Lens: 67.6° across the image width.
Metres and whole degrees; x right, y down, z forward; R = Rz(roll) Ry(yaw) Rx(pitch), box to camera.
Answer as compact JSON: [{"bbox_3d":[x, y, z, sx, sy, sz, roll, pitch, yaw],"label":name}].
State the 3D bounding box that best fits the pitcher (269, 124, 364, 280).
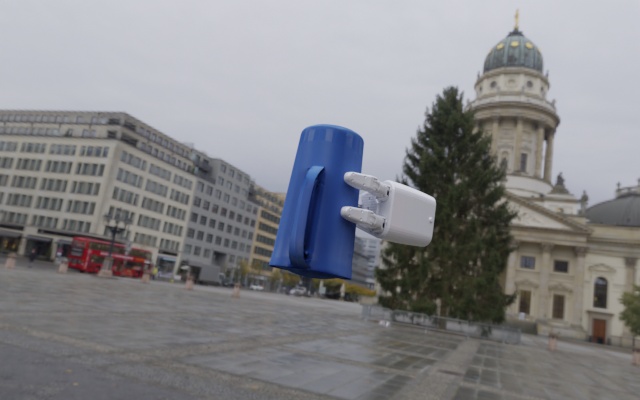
[{"bbox_3d":[0.000,0.003,0.771,0.145,0.242,0.149,15,-12,-28],"label":"pitcher"}]
